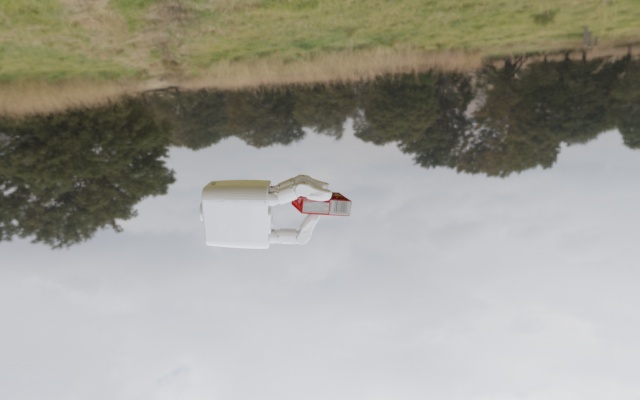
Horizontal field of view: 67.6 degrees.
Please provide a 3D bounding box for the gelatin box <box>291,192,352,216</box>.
[{"bbox_3d":[0.000,0.003,0.820,0.089,0.030,0.073,4,11,-16],"label":"gelatin box"}]
